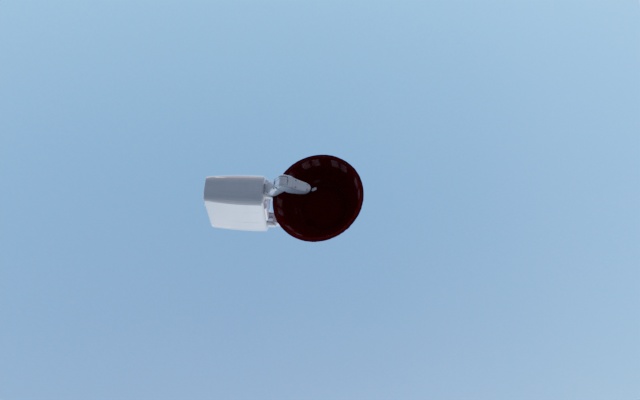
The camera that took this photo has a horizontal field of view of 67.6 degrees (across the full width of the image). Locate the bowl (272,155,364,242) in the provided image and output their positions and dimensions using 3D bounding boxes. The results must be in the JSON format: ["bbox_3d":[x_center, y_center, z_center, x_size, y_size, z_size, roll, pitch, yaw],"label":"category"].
[{"bbox_3d":[0.001,0.003,0.837,0.162,0.162,0.055,0,-22,15],"label":"bowl"}]
